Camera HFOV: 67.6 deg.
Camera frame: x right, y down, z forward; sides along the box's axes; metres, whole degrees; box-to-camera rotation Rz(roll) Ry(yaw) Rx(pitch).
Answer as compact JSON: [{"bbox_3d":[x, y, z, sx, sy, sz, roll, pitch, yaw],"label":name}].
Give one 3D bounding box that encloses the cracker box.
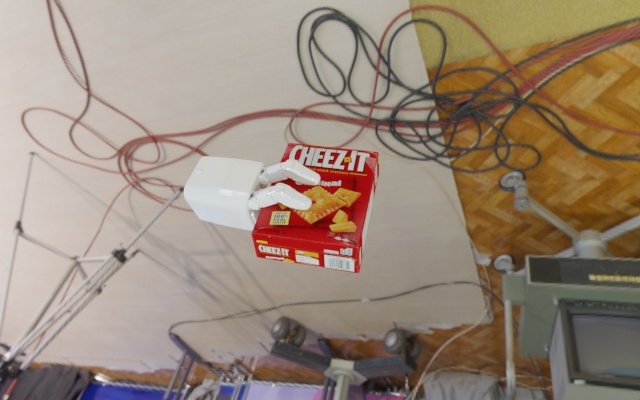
[{"bbox_3d":[0.000,0.003,0.774,0.164,0.213,0.072,8,-42,10],"label":"cracker box"}]
